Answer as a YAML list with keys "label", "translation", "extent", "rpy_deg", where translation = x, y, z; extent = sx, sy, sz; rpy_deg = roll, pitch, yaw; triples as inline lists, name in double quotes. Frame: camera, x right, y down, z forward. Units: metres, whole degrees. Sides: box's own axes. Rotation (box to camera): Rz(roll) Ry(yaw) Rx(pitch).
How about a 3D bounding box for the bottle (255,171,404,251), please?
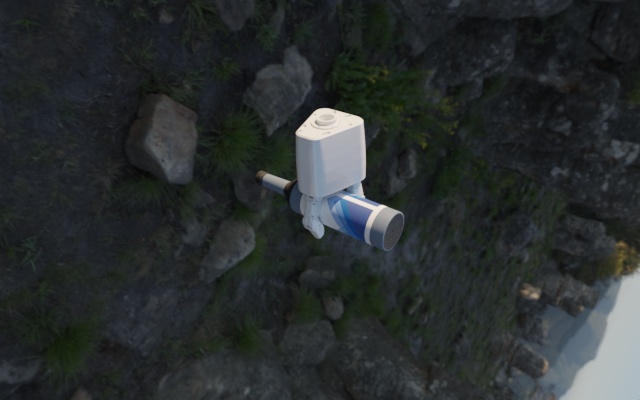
- label: "bottle"
  translation: [0.000, 0.003, 0.833]
  extent: [0.295, 0.069, 0.069]
  rpy_deg: [22, 12, 32]
